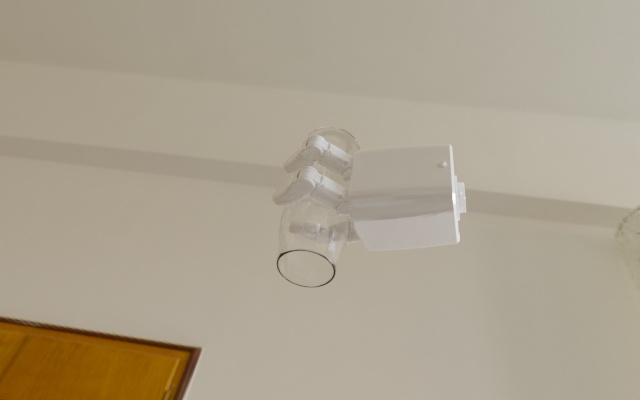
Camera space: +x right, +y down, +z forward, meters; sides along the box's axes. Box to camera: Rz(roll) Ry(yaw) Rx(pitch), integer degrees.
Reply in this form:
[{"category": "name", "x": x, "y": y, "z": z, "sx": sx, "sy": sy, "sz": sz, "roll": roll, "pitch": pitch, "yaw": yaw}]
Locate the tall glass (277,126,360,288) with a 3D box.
[{"category": "tall glass", "x": 0.000, "y": 0.001, "z": 0.557, "sx": 0.079, "sy": 0.079, "sz": 0.200, "roll": 0, "pitch": 44, "yaw": 13}]
